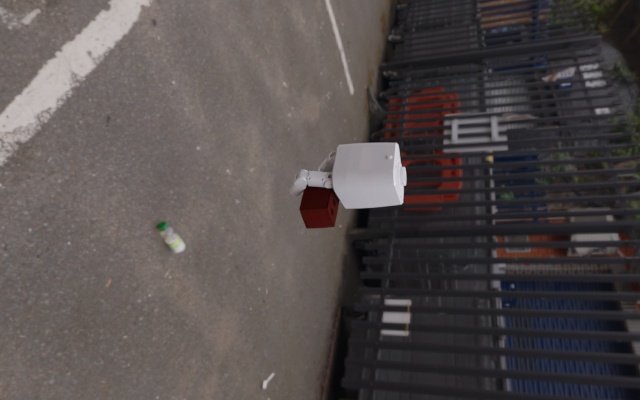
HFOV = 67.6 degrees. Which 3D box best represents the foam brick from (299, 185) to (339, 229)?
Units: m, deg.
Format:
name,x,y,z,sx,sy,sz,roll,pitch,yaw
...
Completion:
name,x,y,z,sx,sy,sz,roll,pitch,yaw
foam brick,0.000,0.003,0.831,0.051,0.078,0.053,-2,-41,17
